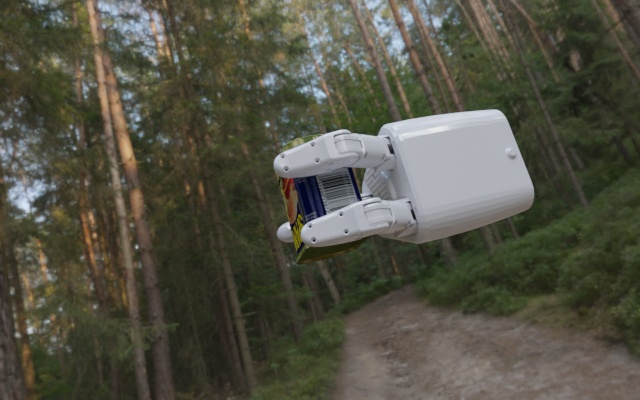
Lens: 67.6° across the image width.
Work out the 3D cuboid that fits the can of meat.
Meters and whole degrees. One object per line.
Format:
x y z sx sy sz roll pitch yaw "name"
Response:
0.000 0.001 0.401 0.057 0.084 0.102 -13 -14 -12 "can of meat"
